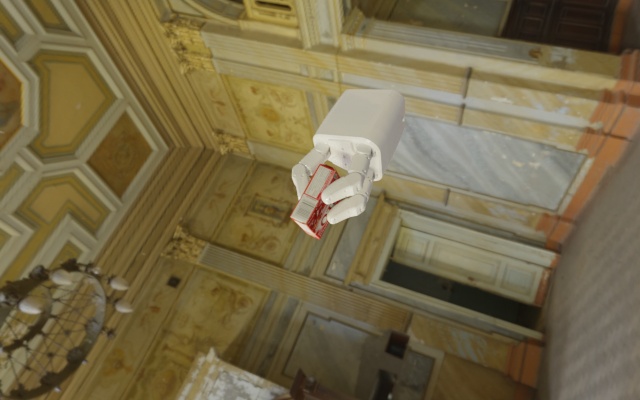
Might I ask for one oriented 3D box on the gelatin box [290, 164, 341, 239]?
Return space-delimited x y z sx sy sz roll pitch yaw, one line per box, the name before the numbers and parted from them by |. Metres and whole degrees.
gelatin box | 0.000 0.002 0.675 0.030 0.089 0.073 24 -12 22
